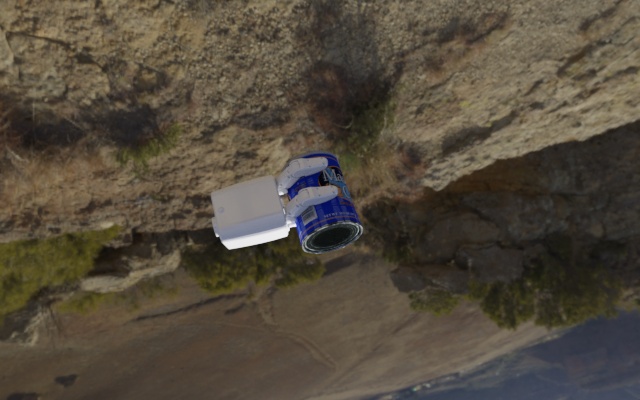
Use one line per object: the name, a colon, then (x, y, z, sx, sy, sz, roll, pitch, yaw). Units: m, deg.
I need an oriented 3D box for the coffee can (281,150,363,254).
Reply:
coffee can: (0.000, 0.002, 0.794, 0.103, 0.140, 0.103, -14, -28, -8)
